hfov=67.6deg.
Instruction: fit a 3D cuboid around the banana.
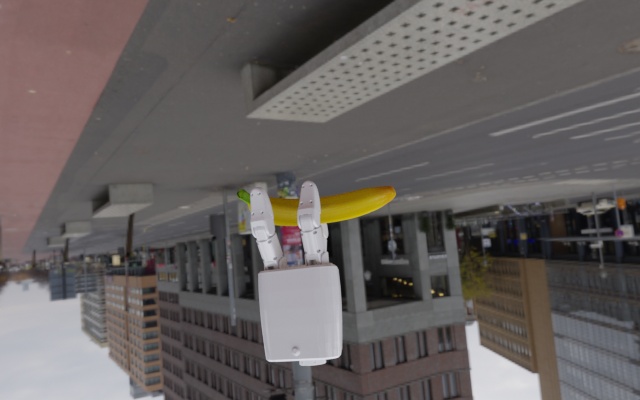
[{"bbox_3d":[-0.004,0.008,0.616,0.198,0.037,0.070,-3,-19,-5],"label":"banana"}]
